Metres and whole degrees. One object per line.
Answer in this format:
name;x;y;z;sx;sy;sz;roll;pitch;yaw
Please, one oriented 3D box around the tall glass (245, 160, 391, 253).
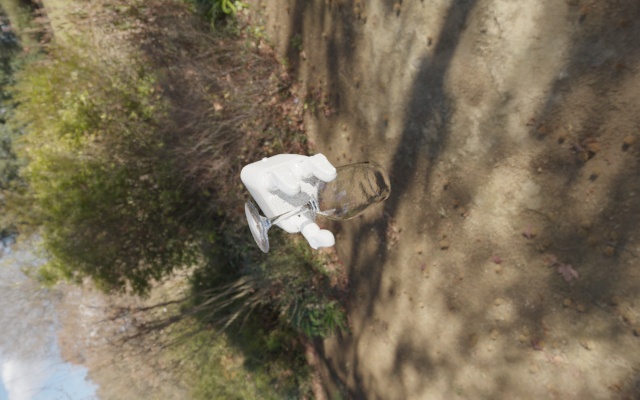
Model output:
tall glass;0.000;0.003;0.675;0.201;0.079;0.079;-21;8;-21
